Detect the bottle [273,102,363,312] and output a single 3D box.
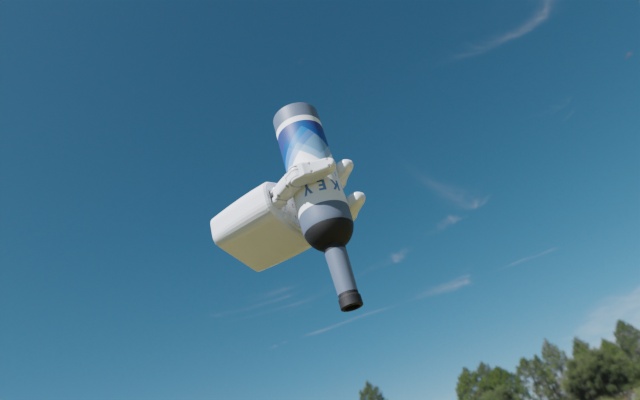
[{"bbox_3d":[0.000,0.002,0.626,0.069,0.295,0.069,-13,-30,-7],"label":"bottle"}]
